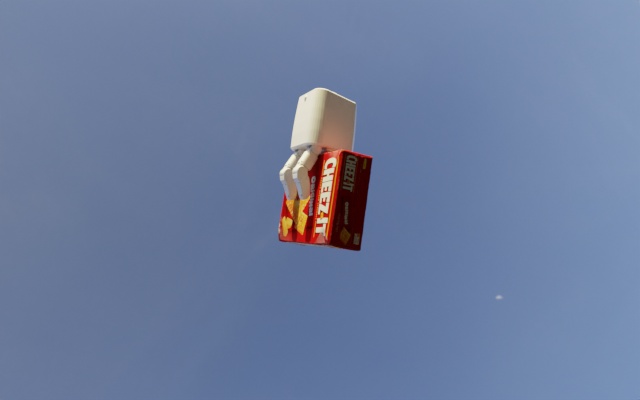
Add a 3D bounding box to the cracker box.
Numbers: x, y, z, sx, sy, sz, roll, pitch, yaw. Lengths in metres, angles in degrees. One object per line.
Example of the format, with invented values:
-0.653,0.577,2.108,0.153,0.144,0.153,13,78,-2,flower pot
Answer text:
0.000,0.003,0.880,0.072,0.164,0.214,11,-7,-27,cracker box
